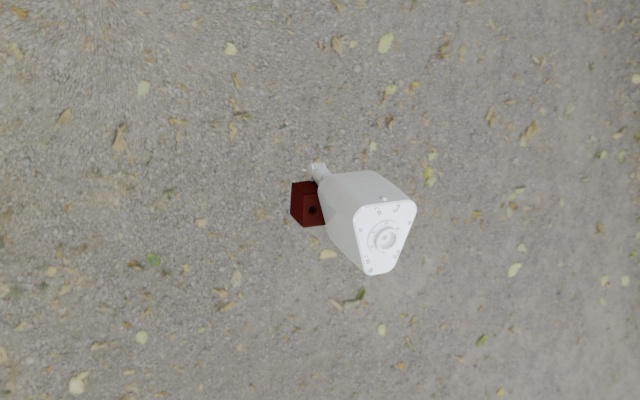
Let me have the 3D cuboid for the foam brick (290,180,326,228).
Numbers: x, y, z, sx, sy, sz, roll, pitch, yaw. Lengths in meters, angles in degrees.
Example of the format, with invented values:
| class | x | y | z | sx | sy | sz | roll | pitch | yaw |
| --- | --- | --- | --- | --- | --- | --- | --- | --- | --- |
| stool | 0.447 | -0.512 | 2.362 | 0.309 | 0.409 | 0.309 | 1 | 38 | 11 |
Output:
| class | x | y | z | sx | sy | sz | roll | pitch | yaw |
| --- | --- | --- | --- | --- | --- | --- | --- | --- | --- |
| foam brick | 0.000 | 0.002 | 0.702 | 0.078 | 0.053 | 0.051 | -7 | 26 | -22 |
